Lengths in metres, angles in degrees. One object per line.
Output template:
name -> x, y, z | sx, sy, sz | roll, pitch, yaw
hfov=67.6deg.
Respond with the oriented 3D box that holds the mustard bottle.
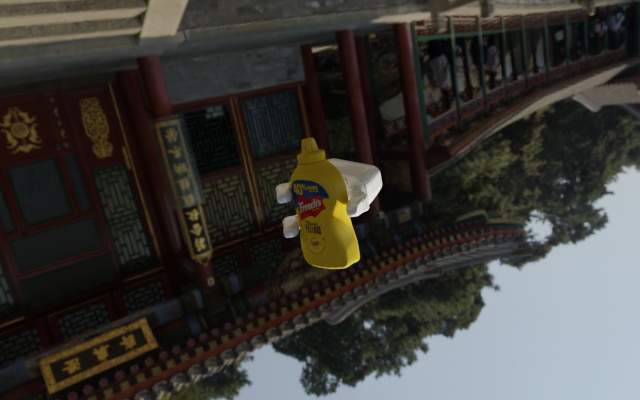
mustard bottle -> 0.000, 0.003, 0.710 | 0.058, 0.192, 0.096 | -22, 17, -40
